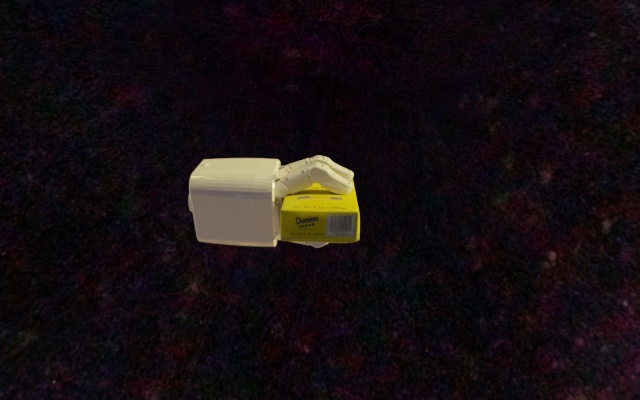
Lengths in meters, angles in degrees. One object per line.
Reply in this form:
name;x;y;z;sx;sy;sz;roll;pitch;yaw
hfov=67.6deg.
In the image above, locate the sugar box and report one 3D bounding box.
sugar box;0.000;0.002;0.631;0.093;0.048;0.176;2;21;-1
